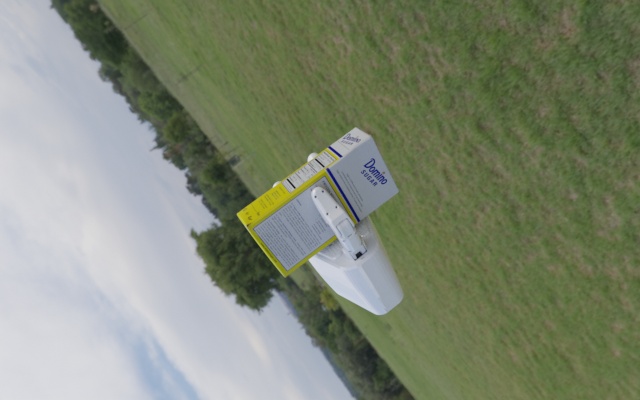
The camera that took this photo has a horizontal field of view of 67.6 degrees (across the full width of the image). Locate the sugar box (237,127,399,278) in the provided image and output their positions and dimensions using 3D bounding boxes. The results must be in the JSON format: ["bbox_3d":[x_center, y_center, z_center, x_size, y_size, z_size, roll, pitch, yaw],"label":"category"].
[{"bbox_3d":[0.000,0.002,0.569,0.176,0.093,0.048,-37,36,-7],"label":"sugar box"}]
